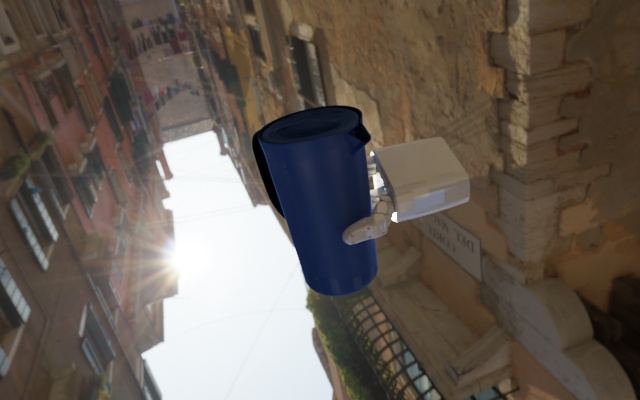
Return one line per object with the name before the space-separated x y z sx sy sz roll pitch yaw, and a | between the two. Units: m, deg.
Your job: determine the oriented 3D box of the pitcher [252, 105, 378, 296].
pitcher | 0.000 0.002 0.649 0.145 0.243 0.149 -14 26 -4
